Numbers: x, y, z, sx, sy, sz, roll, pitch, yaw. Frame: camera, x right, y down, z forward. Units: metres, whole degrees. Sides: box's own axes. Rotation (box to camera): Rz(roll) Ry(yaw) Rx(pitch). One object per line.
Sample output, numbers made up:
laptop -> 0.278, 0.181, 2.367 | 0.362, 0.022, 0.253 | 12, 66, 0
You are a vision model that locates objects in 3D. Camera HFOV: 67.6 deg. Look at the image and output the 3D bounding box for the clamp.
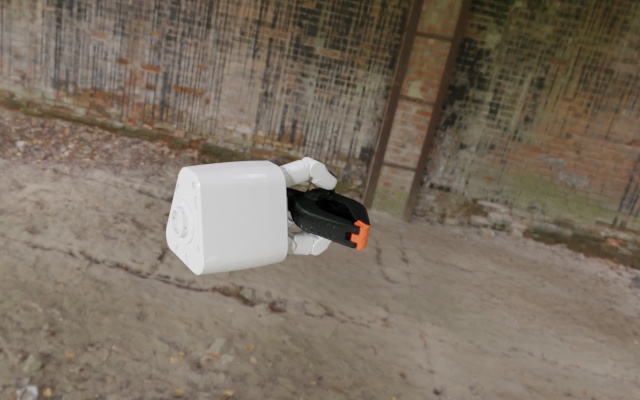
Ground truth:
clamp -> 0.000, 0.001, 0.607 | 0.164, 0.036, 0.210 | -10, 27, -39
